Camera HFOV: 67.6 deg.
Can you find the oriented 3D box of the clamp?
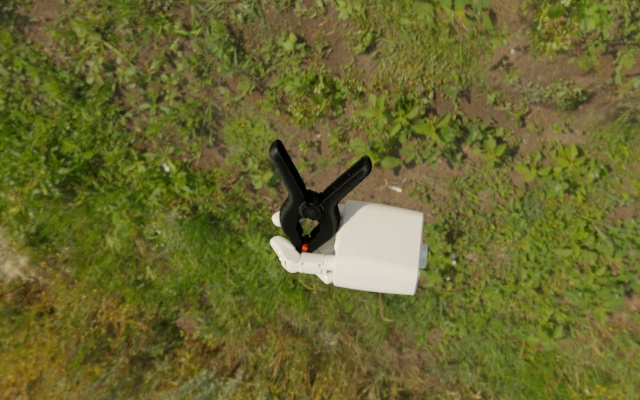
[{"bbox_3d":[0.000,0.002,0.596,0.120,0.172,0.039,7,41,8],"label":"clamp"}]
